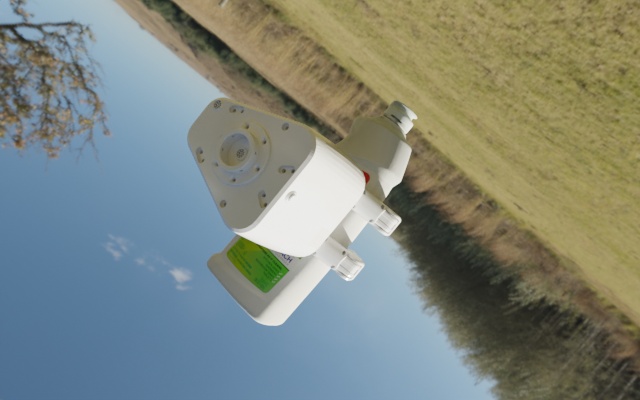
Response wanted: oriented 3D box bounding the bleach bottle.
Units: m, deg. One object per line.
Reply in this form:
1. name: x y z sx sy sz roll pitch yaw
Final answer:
1. bleach bottle: 0.000 0.002 0.485 0.102 0.251 0.068 41 4 27
